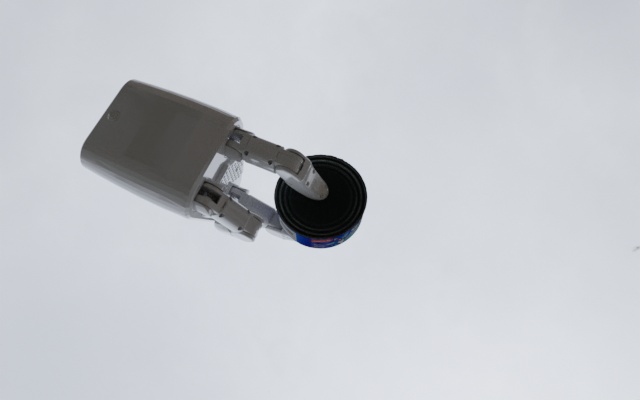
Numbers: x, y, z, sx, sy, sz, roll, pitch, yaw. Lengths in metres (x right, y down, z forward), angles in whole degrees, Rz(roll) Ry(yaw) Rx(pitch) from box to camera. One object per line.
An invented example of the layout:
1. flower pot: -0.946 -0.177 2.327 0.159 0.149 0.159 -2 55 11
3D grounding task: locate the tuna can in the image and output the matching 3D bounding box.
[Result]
1. tuna can: 0.000 0.002 0.453 0.086 0.086 0.034 0 -24 -1
